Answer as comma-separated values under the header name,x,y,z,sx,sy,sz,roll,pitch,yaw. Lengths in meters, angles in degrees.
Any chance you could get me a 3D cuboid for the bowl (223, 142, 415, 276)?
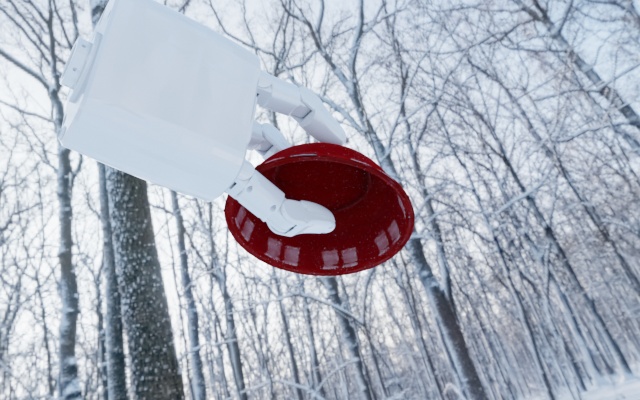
name,x,y,z,sx,sy,sz,roll,pitch,yaw
bowl,0.001,0.002,0.424,0.162,0.055,0.162,2,-42,2
